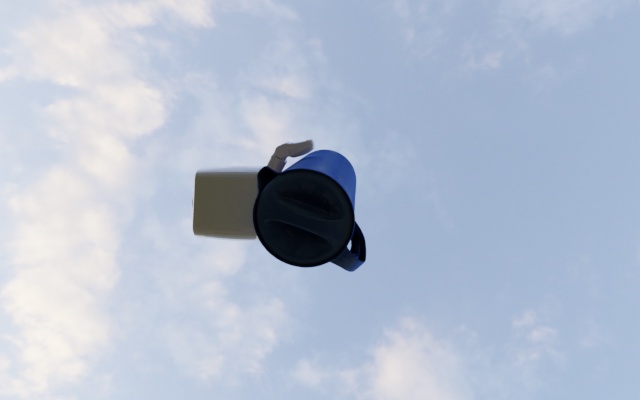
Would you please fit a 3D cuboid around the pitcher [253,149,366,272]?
[{"bbox_3d":[0.000,0.002,0.718,0.145,0.149,0.242,2,16,8],"label":"pitcher"}]
